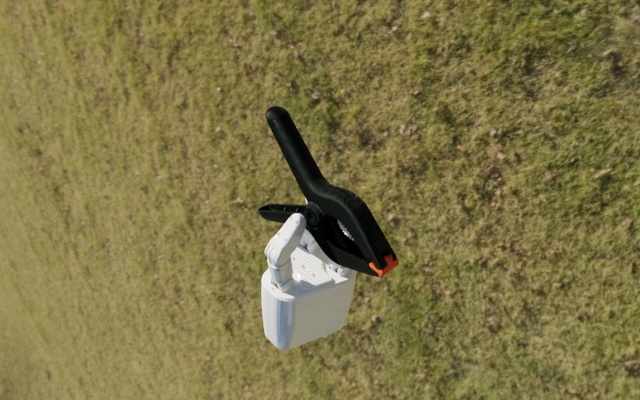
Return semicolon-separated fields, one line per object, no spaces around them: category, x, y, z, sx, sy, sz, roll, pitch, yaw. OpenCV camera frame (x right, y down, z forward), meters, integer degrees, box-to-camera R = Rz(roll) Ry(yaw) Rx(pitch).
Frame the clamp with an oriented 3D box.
clamp;0.000;0.002;0.520;0.036;0.165;0.210;-29;49;-34
